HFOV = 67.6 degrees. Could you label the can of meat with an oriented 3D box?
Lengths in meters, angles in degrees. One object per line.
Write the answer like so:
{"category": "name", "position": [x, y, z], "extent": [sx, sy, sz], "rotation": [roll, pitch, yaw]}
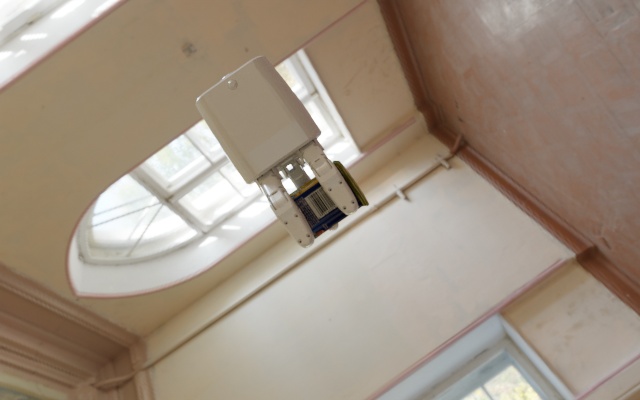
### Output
{"category": "can of meat", "position": [0.000, 0.002, 0.535], "extent": [0.084, 0.057, 0.102], "rotation": [-34, 6, 1]}
